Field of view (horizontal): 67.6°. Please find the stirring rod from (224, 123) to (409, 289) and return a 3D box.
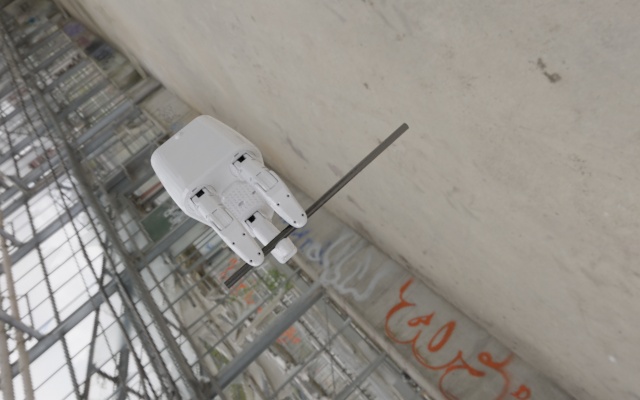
[{"bbox_3d":[0.000,0.001,0.470,0.239,0.011,0.011,-42,9,-11],"label":"stirring rod"}]
